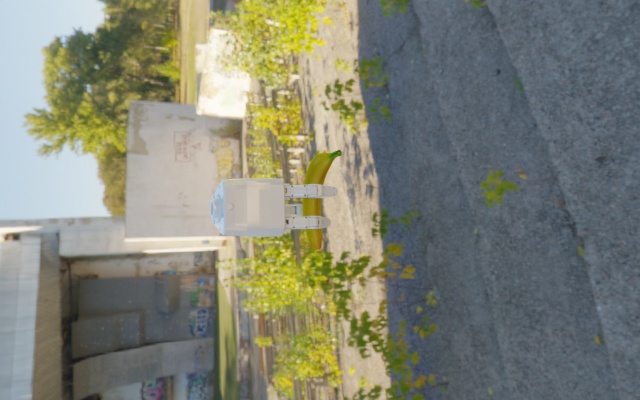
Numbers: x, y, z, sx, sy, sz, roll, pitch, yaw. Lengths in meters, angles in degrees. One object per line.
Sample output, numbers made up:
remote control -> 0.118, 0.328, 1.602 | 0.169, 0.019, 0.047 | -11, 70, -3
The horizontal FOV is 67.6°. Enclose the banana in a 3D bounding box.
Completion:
banana -> -0.008, -0.007, 0.895 | 0.037, 0.198, 0.069 | 0, 20, -30
